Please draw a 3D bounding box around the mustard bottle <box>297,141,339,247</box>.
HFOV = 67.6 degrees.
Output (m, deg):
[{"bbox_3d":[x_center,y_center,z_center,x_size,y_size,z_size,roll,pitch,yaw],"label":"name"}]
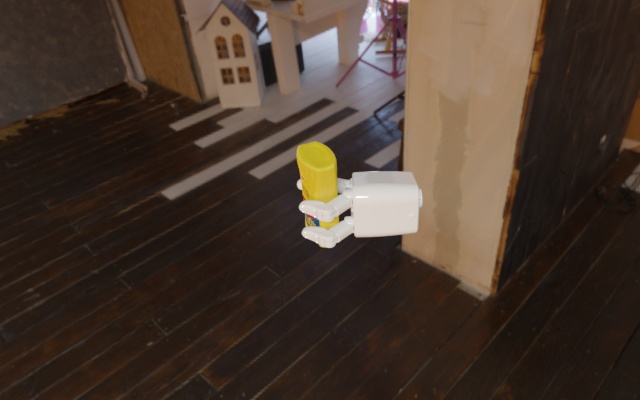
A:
[{"bbox_3d":[0.000,0.003,0.816,0.058,0.192,0.096,-17,37,-15],"label":"mustard bottle"}]
